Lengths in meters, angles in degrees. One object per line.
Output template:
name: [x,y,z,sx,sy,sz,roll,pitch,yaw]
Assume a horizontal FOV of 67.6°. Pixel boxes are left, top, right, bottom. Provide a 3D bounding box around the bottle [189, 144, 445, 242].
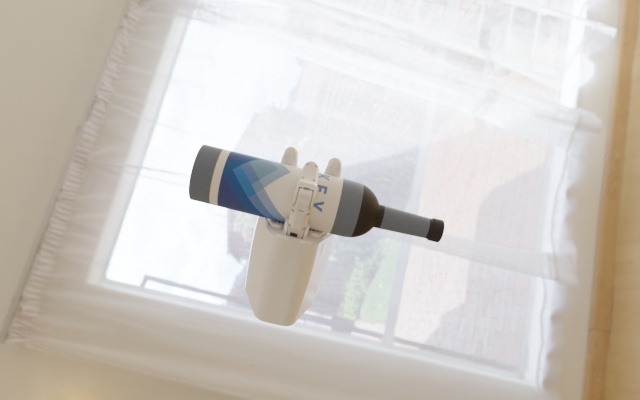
bottle: [0.000,0.002,0.561,0.296,0.069,0.069,14,-1,-3]
